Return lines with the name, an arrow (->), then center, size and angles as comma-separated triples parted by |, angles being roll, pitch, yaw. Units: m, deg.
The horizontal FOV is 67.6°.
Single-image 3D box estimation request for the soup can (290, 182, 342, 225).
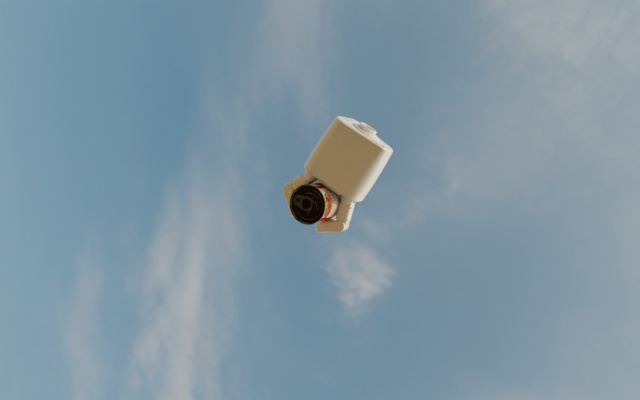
soup can -> 0.000, 0.003, 0.837 | 0.068, 0.068, 0.102 | 0, 5, 26
